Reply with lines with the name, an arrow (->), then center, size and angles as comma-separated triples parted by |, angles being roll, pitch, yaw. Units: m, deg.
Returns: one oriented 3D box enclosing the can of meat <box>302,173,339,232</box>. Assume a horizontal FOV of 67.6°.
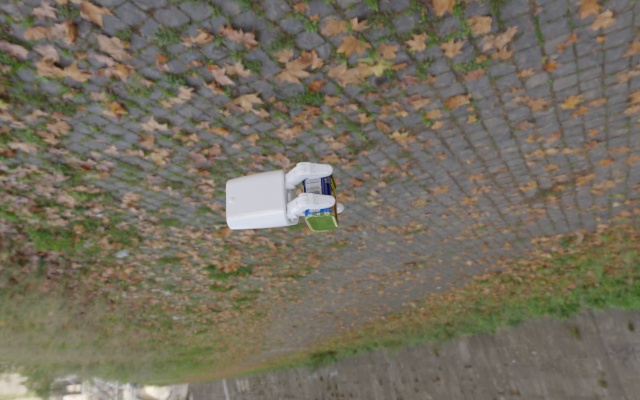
can of meat -> 0.000, 0.003, 0.847 | 0.057, 0.084, 0.102 | -7, -20, 6
